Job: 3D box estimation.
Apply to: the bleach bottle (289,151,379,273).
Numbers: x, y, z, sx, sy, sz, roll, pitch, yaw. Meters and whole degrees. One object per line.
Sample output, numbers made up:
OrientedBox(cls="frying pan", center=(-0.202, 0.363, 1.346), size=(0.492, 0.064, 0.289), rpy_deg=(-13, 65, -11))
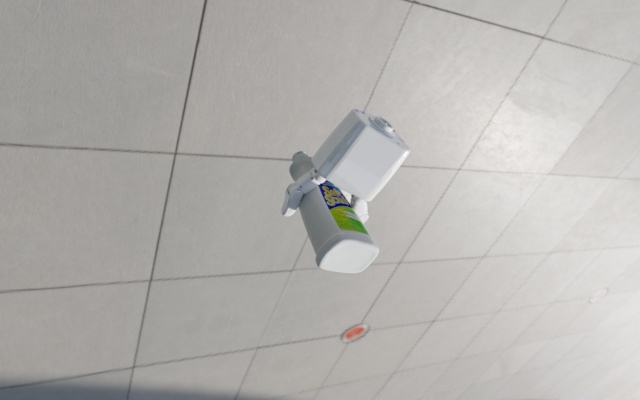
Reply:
OrientedBox(cls="bleach bottle", center=(0.000, 0.003, 0.784), size=(0.102, 0.068, 0.250), rpy_deg=(16, 33, -39))
